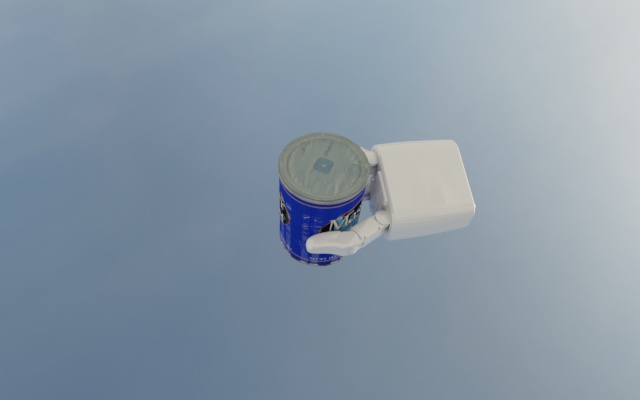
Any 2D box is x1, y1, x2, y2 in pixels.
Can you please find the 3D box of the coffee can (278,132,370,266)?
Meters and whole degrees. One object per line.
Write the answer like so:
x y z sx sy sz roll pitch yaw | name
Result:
0.000 0.002 0.586 0.103 0.102 0.140 0 -37 -4 | coffee can
